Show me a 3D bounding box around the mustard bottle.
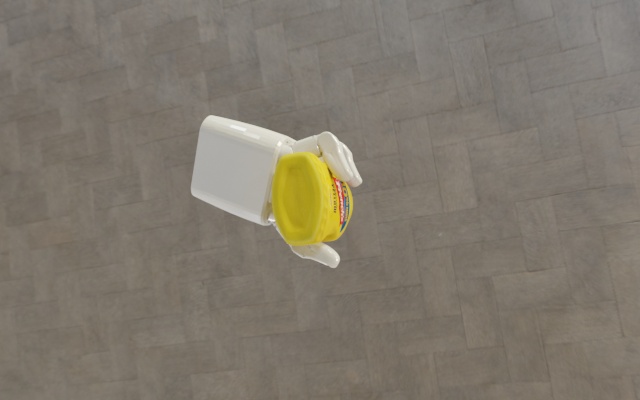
[{"bbox_3d":[0.000,0.002,0.573,0.058,0.096,0.191,-7,-4,14],"label":"mustard bottle"}]
